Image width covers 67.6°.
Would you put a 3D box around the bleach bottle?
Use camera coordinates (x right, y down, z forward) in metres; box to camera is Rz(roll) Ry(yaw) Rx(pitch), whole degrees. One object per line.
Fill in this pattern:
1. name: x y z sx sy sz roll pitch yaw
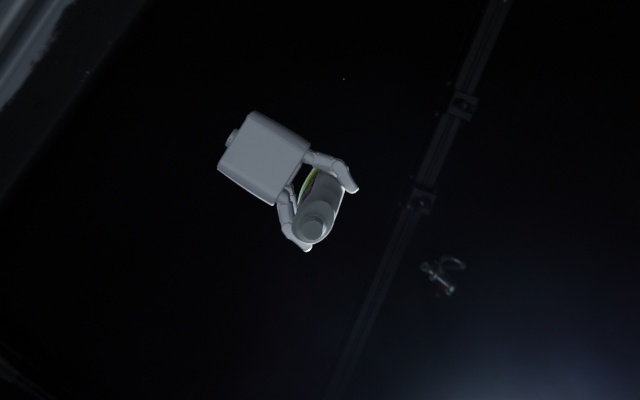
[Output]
1. bleach bottle: 0.000 0.003 0.758 0.068 0.102 0.250 32 14 -5
